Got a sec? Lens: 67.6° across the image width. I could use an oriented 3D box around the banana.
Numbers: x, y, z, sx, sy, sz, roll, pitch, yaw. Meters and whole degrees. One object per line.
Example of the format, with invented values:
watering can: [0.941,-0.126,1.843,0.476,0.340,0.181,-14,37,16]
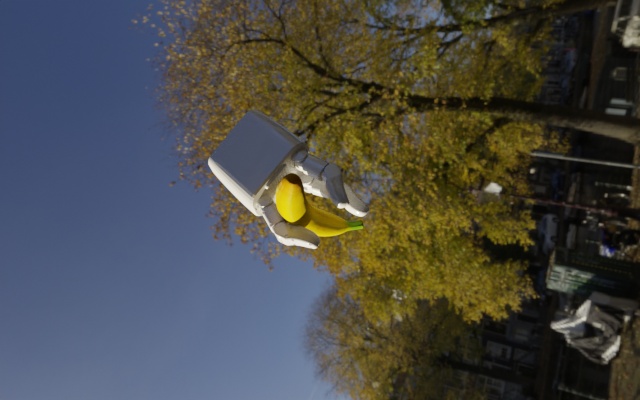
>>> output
banana: [-0.014,0.012,0.615,0.069,0.037,0.198,-30,-28,17]
